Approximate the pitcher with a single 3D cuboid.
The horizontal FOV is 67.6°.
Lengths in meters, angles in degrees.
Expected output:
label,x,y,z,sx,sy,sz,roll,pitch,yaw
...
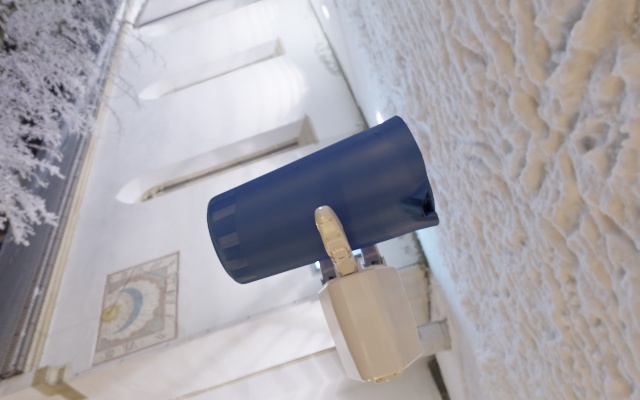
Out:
label,x,y,z,sx,sy,sz,roll,pitch,yaw
pitcher,0.000,0.002,0.554,0.243,0.145,0.149,-20,-15,2
